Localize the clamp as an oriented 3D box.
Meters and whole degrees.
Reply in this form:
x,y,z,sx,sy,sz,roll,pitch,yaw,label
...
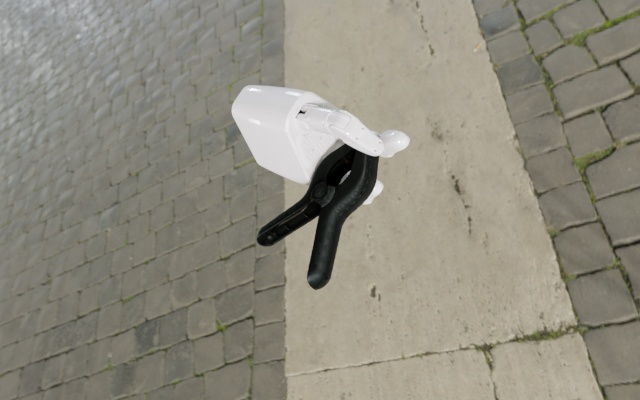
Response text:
x,y,z,sx,sy,sz,roll,pitch,yaw,label
0.000,0.001,0.515,0.120,0.171,0.039,20,-16,41,clamp
